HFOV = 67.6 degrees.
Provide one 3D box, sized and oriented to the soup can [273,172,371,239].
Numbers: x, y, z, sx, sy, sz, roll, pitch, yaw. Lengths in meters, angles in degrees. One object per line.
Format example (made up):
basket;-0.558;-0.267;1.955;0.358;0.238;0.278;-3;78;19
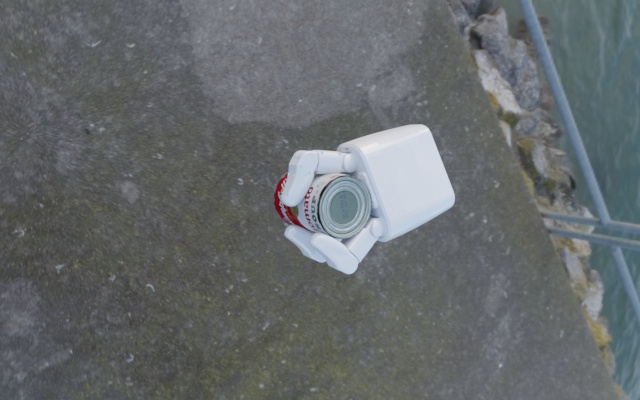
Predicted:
soup can;0.000;0.002;0.527;0.068;0.068;0.102;0;7;-32
